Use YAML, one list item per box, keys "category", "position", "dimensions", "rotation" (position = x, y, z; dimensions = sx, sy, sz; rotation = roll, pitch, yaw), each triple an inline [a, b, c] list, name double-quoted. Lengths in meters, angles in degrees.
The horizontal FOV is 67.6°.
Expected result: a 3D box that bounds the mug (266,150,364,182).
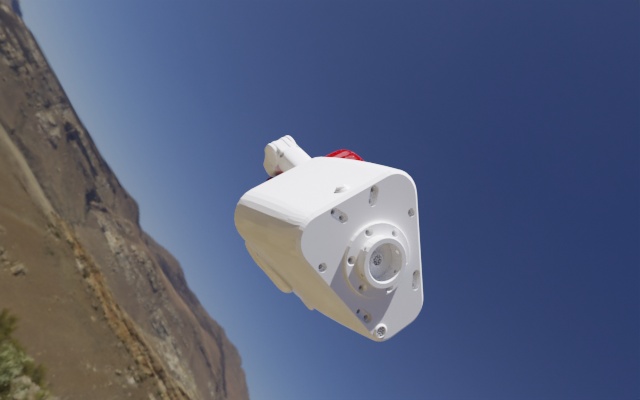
- category: "mug"
  position: [0.000, 0.001, 0.465]
  dimensions: [0.081, 0.093, 0.117]
  rotation: [-28, 21, -21]
